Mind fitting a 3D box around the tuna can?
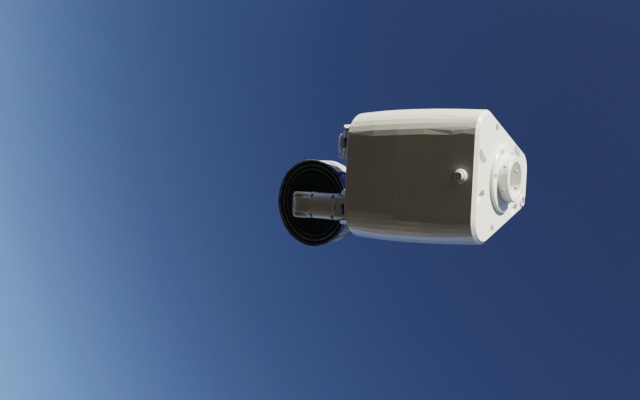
[{"bbox_3d":[0.000,0.002,0.484,0.086,0.086,0.034,0,3,38],"label":"tuna can"}]
